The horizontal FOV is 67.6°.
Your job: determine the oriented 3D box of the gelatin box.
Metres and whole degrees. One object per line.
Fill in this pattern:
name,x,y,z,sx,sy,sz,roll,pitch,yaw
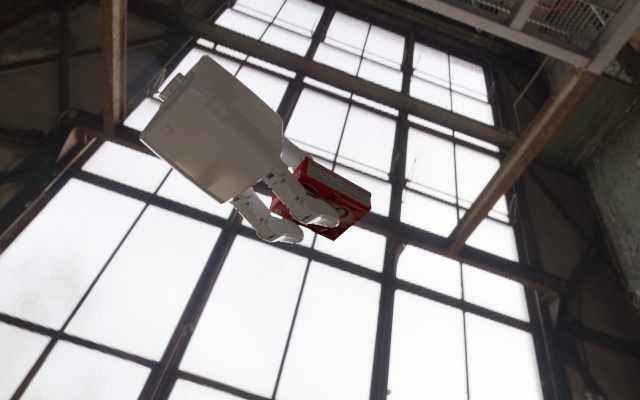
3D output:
gelatin box,0.000,0.002,0.525,0.089,0.030,0.073,27,-47,-20
